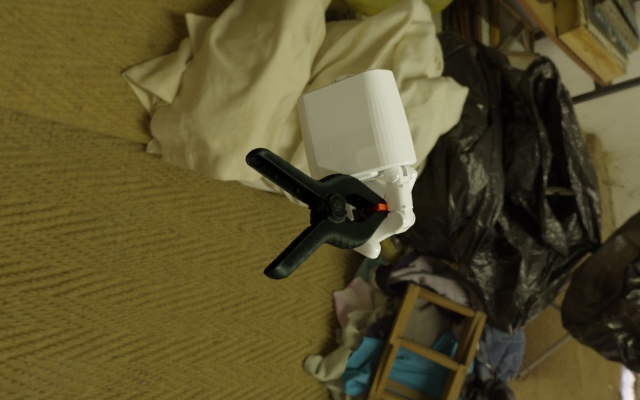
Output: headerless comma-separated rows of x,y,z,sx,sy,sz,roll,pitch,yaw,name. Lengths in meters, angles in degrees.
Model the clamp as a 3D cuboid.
0.001,0.001,0.472,0.039,0.120,0.171,-15,-3,44,clamp
